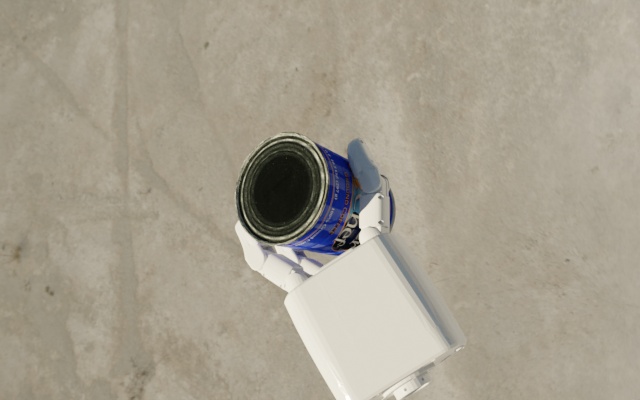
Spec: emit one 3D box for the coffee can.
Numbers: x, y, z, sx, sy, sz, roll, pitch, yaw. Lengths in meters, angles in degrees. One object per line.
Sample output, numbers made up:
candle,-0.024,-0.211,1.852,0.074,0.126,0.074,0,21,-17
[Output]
coffee can,0.000,0.001,0.475,0.103,0.103,0.140,0,-10,33
